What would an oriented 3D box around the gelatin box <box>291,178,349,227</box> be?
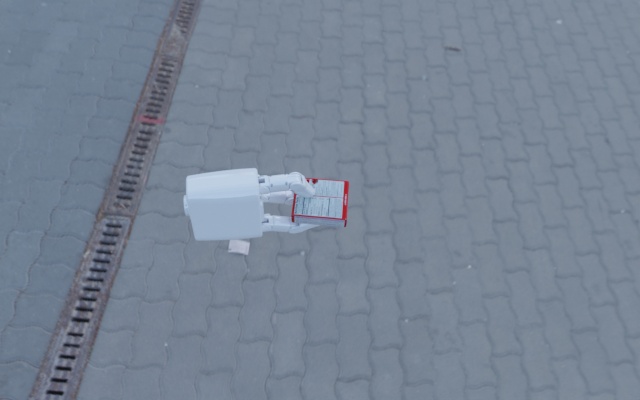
[{"bbox_3d":[0.000,0.002,0.773,0.089,0.073,0.030,4,-31,2],"label":"gelatin box"}]
